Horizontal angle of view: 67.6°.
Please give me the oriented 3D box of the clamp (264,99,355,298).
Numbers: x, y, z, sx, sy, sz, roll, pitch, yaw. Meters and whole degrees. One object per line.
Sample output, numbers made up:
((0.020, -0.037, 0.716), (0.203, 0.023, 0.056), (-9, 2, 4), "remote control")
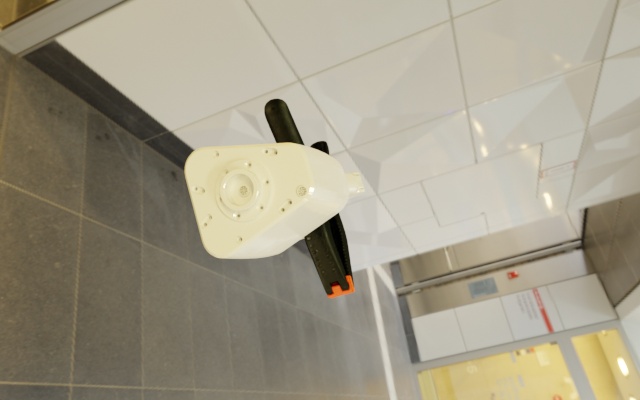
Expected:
((0.001, 0.002, 0.539), (0.036, 0.210, 0.164), (-18, -7, 15), "clamp")
